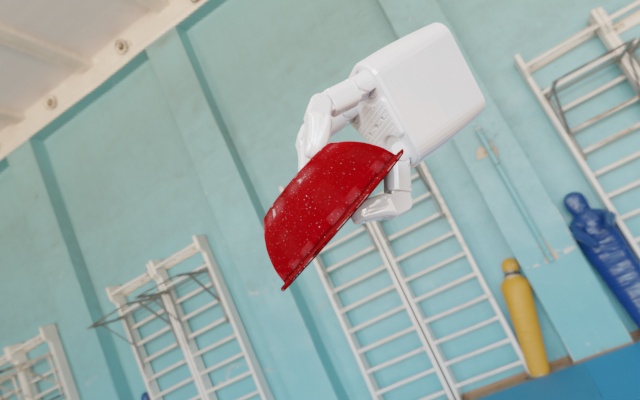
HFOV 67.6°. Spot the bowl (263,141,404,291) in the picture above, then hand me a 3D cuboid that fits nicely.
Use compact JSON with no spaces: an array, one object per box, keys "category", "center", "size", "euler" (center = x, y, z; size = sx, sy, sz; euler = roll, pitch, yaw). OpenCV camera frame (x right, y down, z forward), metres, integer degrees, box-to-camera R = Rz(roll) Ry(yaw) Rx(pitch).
[{"category":"bowl","center":[-0.001,0.002,0.420],"size":[0.055,0.162,0.162],"euler":[40,2,2]}]
